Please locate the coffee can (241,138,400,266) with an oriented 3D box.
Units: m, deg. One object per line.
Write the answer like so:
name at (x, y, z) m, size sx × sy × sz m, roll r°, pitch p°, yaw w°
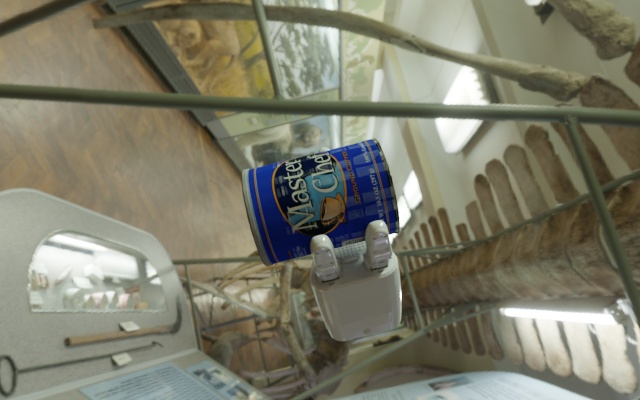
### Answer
coffee can at (0.000, 0.001, 0.495) m, size 0.140 × 0.103 × 0.103 m, roll -14°, pitch 0°, yaw 0°
